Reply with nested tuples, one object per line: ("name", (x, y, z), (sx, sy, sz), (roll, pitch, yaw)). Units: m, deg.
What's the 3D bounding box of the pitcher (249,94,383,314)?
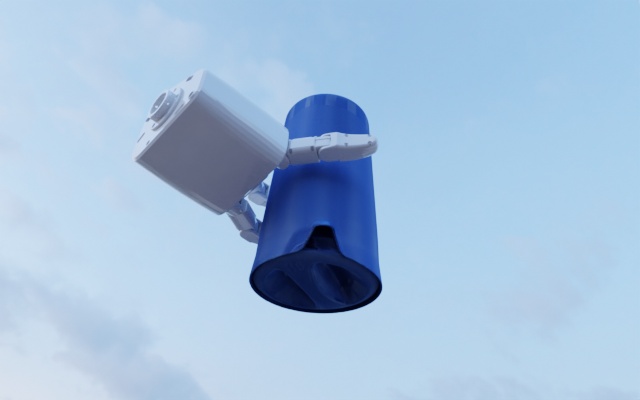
("pitcher", (0.000, 0.002, 0.553), (0.149, 0.242, 0.145), (-26, -46, 34))
